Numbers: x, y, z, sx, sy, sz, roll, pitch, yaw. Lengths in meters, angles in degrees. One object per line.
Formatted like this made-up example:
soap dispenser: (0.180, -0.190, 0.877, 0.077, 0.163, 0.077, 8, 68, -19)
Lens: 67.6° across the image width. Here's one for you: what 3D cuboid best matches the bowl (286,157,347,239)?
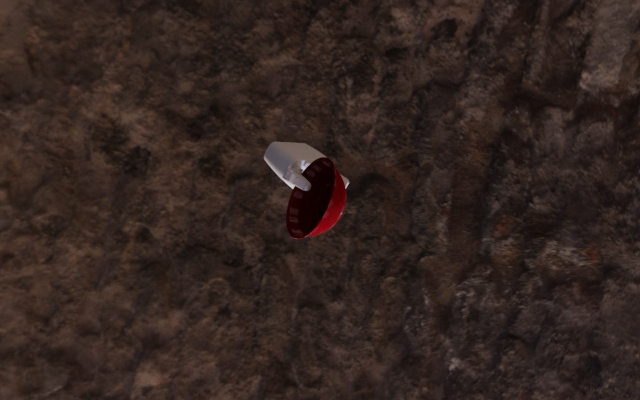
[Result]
bowl: (0.001, 0.004, 0.896, 0.055, 0.162, 0.162, 23, -11, -28)
